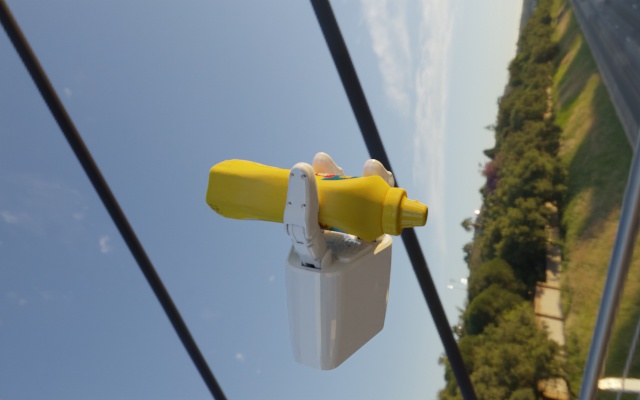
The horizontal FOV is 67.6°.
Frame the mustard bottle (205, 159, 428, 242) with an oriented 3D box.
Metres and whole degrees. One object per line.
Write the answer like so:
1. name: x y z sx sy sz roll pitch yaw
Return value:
1. mustard bottle: 0.000 0.001 0.433 0.191 0.058 0.096 8 -2 22
